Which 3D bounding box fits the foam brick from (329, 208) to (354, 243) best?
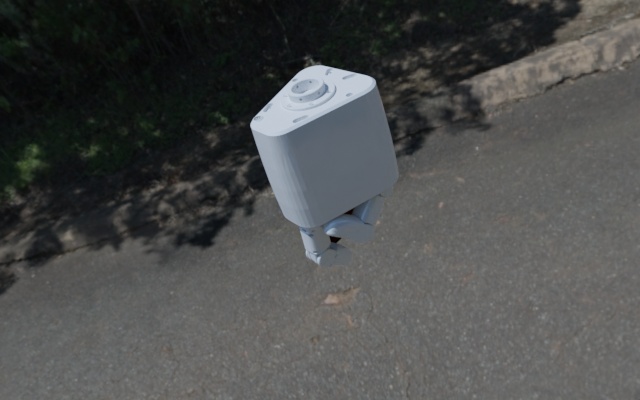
[{"bbox_3d":[0.000,0.002,0.523,0.053,0.051,0.078,-41,44,-23],"label":"foam brick"}]
